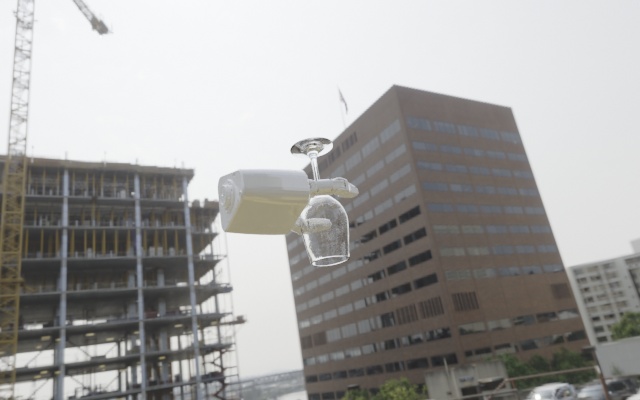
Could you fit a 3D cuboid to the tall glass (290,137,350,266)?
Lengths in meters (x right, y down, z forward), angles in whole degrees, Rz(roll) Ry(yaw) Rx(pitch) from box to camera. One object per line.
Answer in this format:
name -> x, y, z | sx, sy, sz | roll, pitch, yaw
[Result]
tall glass -> 0.000, 0.002, 0.777 | 0.079, 0.201, 0.079 | -9, -19, -3
